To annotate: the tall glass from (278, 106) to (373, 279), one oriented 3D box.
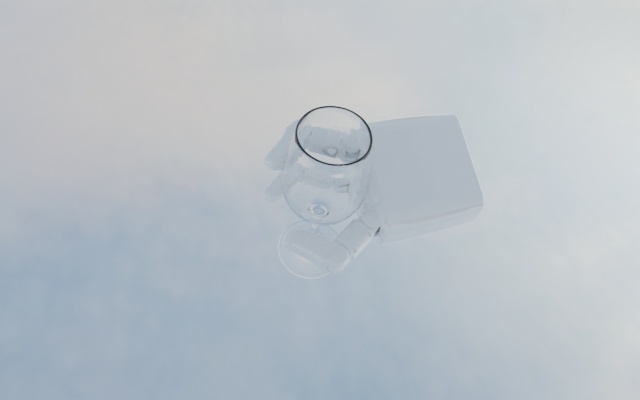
[{"bbox_3d":[0.000,0.002,0.456,0.079,0.079,0.201,0,-32,-7],"label":"tall glass"}]
